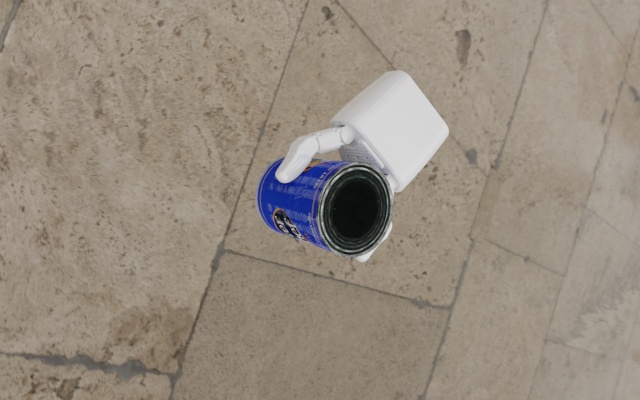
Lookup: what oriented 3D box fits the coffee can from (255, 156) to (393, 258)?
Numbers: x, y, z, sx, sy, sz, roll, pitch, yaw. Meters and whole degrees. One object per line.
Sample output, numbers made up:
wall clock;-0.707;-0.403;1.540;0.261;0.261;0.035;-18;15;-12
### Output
coffee can;0.000;0.002;0.559;0.103;0.103;0.140;0;7;-35
